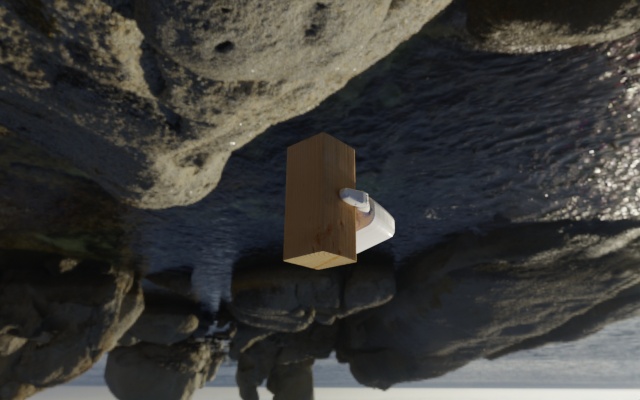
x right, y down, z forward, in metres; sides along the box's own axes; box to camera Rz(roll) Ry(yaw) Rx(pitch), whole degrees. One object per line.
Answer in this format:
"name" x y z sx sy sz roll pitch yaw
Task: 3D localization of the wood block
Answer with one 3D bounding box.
"wood block" 0.001 0.003 0.814 0.091 0.206 0.090 -17 -27 38
